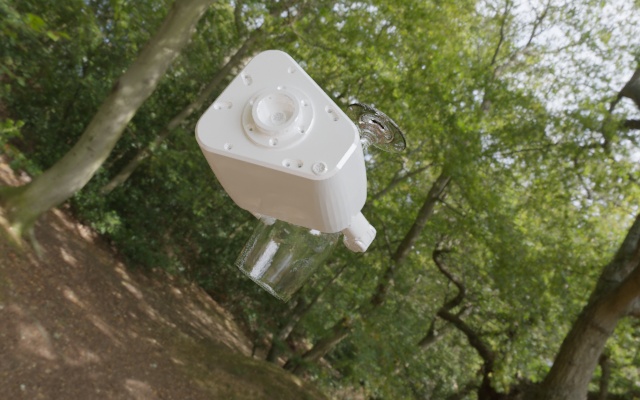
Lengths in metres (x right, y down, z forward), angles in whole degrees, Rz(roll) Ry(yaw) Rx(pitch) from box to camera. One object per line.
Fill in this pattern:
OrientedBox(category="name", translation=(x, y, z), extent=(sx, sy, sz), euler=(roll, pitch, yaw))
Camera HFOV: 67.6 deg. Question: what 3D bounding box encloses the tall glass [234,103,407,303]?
OrientedBox(category="tall glass", translation=(0.001, 0.001, 0.474), extent=(0.079, 0.201, 0.079), euler=(34, -14, 10))
